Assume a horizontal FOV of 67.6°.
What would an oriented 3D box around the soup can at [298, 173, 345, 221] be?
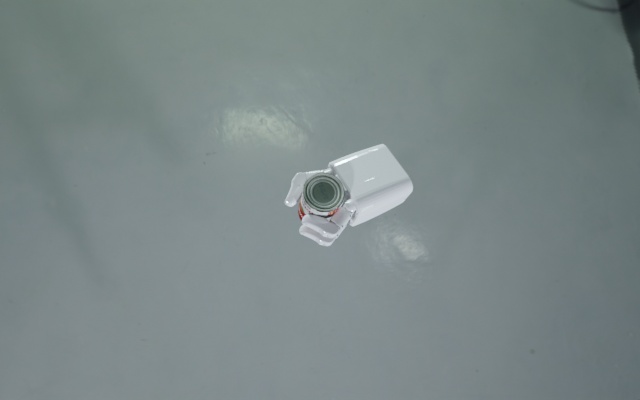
[{"bbox_3d":[0.000,0.003,0.792,0.068,0.068,0.102,0,-19,-7],"label":"soup can"}]
